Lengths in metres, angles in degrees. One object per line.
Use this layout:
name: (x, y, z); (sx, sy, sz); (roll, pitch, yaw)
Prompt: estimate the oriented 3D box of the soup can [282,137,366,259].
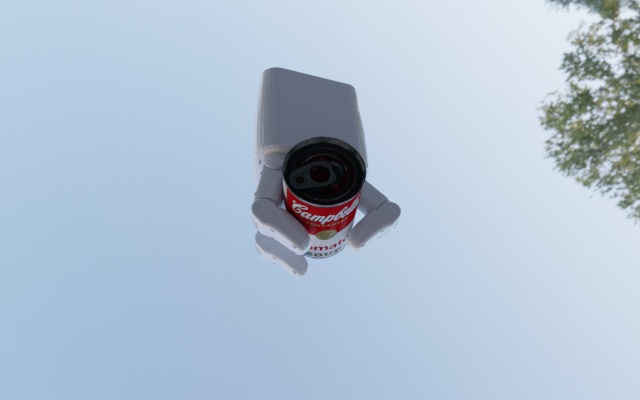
soup can: (0.000, 0.002, 0.425); (0.068, 0.068, 0.102); (0, -31, -4)
